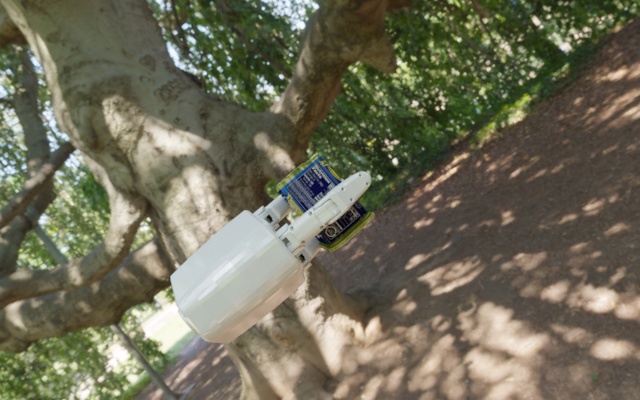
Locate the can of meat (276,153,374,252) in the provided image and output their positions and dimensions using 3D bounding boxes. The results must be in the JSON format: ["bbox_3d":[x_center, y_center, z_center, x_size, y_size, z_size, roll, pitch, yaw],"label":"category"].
[{"bbox_3d":[0.000,0.001,0.495,0.057,0.084,0.102,-41,3,-7],"label":"can of meat"}]
